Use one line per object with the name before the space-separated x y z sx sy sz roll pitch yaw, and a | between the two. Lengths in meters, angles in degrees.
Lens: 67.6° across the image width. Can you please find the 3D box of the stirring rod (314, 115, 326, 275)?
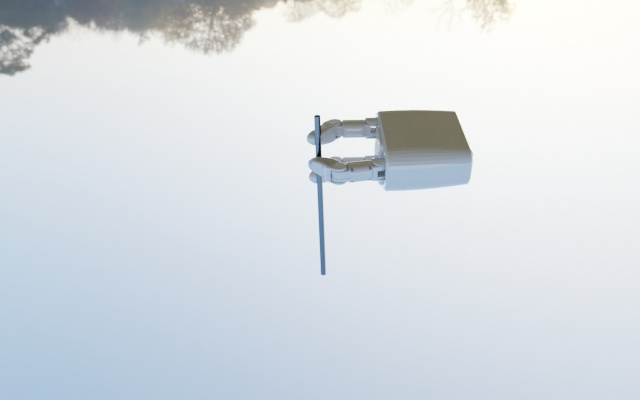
stirring rod | 0.000 0.002 0.639 0.011 0.240 0.011 -2 29 1
